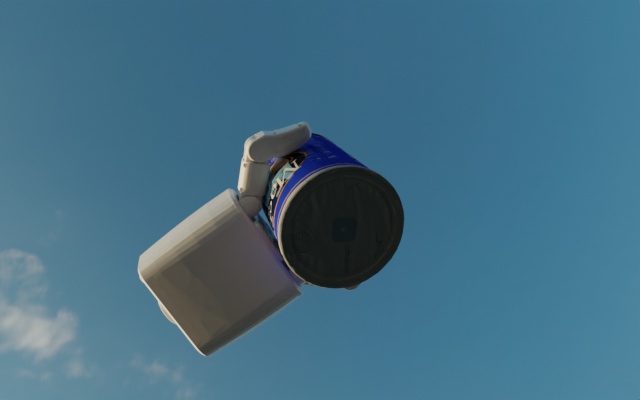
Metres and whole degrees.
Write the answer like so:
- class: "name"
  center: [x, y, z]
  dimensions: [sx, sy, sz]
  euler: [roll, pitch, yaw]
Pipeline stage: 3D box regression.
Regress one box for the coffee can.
- class: "coffee can"
  center: [0.000, 0.001, 0.434]
  dimensions: [0.103, 0.103, 0.140]
  euler: [0, 18, -16]
